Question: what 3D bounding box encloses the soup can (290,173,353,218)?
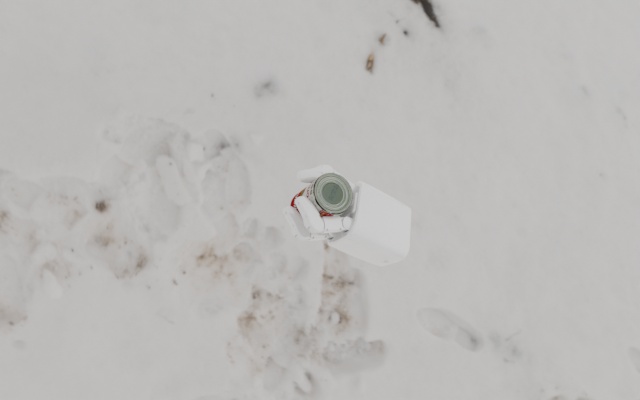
[{"bbox_3d":[0.000,0.002,0.767,0.068,0.068,0.102,0,-16,-25],"label":"soup can"}]
